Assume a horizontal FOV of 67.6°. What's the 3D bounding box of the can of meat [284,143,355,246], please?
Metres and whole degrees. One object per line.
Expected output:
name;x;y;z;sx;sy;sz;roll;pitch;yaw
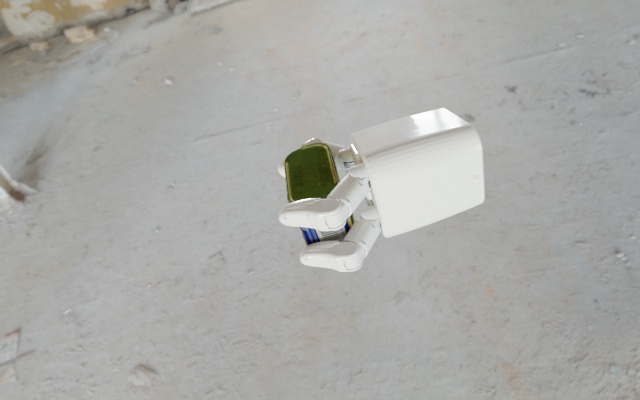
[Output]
can of meat;0.000;0.001;0.497;0.057;0.084;0.102;-16;40;4
